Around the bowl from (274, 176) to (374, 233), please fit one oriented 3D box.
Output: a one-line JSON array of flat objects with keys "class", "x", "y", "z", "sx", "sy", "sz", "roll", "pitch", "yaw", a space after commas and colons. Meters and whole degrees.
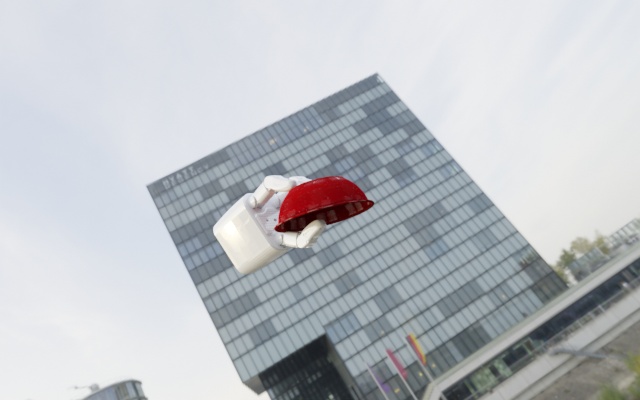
[{"class": "bowl", "x": 0.001, "y": 0.002, "z": 0.751, "sx": 0.162, "sy": 0.055, "sz": 0.162, "roll": -14, "pitch": -12, "yaw": -3}]
